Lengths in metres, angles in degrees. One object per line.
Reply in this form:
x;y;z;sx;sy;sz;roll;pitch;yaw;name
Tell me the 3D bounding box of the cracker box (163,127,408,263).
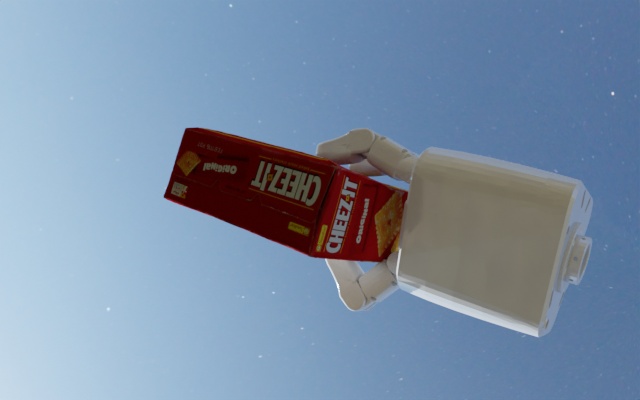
0.000;0.002;0.434;0.164;0.072;0.214;17;1;36;cracker box
